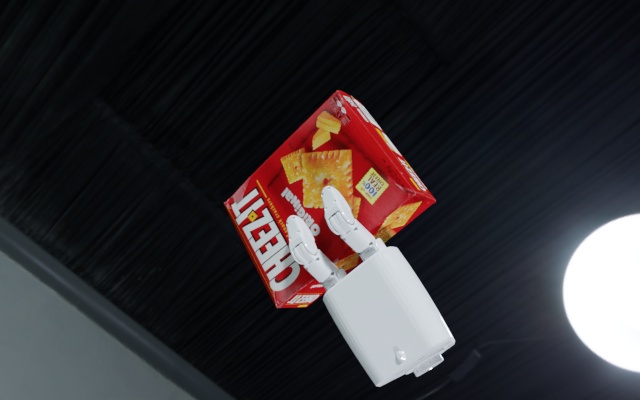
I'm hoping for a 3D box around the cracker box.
[{"bbox_3d":[0.000,0.002,0.570,0.214,0.164,0.072,-42,-28,20],"label":"cracker box"}]
